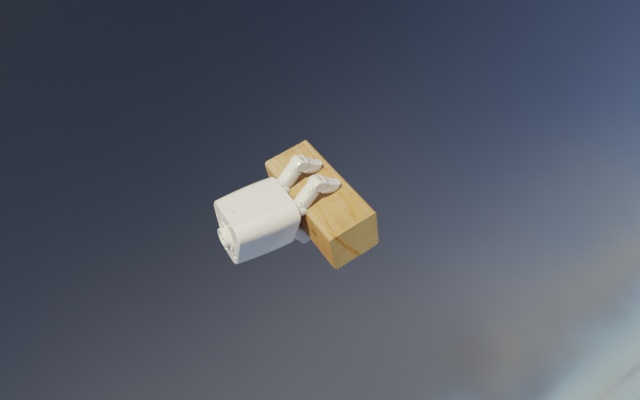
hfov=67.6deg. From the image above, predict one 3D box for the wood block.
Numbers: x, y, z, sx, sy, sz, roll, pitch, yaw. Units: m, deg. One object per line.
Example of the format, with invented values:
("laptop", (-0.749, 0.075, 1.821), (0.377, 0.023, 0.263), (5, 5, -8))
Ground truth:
("wood block", (0.000, 0.003, 0.812), (0.090, 0.206, 0.091), (-31, -36, -14))
